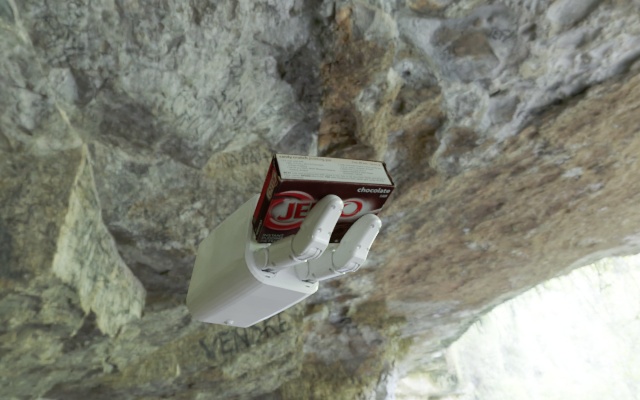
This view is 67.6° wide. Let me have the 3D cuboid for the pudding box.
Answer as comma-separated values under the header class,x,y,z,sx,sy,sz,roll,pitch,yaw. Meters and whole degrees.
class,x,y,z,sx,sy,sz,roll,pitch,yaw
pudding box,0.000,0.001,0.449,0.113,0.039,0.090,0,-39,-23
